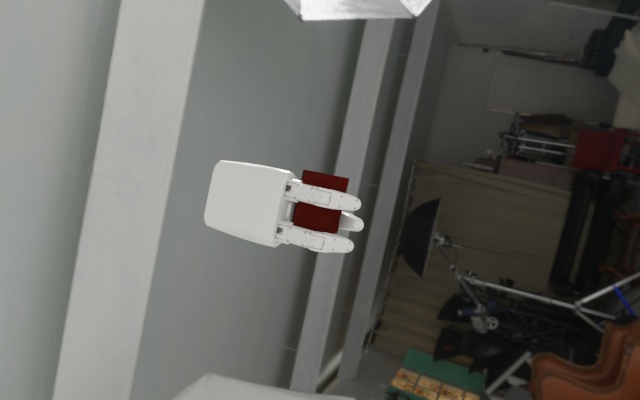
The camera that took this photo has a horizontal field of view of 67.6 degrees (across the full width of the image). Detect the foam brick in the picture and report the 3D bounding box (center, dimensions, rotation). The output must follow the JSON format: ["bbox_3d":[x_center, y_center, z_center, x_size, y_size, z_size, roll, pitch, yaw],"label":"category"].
[{"bbox_3d":[0.000,0.002,0.629,0.051,0.078,0.053,13,2,17],"label":"foam brick"}]
